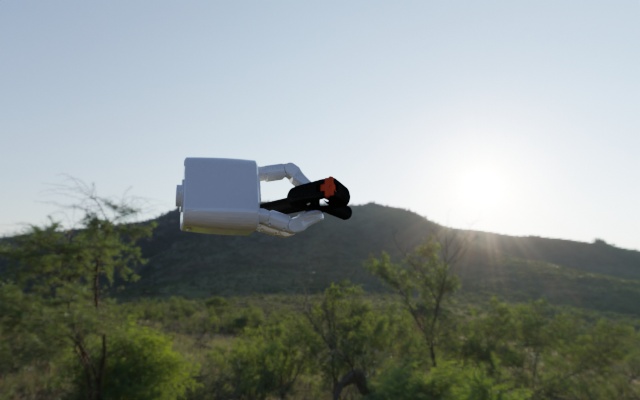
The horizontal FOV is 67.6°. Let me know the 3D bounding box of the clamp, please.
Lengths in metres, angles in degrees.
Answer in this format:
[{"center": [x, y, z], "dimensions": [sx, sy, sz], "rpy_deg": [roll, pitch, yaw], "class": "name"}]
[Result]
[{"center": [0.000, 0.002, 0.746], "dimensions": [0.164, 0.036, 0.210], "rpy_deg": [2, -12, -18], "class": "clamp"}]
